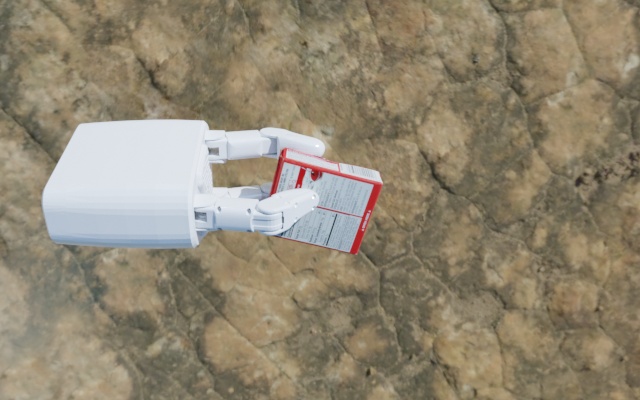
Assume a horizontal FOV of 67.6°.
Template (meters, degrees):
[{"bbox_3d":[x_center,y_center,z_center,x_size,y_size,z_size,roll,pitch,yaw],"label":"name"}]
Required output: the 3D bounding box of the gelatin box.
[{"bbox_3d":[0.000,0.002,0.412,0.089,0.073,0.030,14,25,-7],"label":"gelatin box"}]
